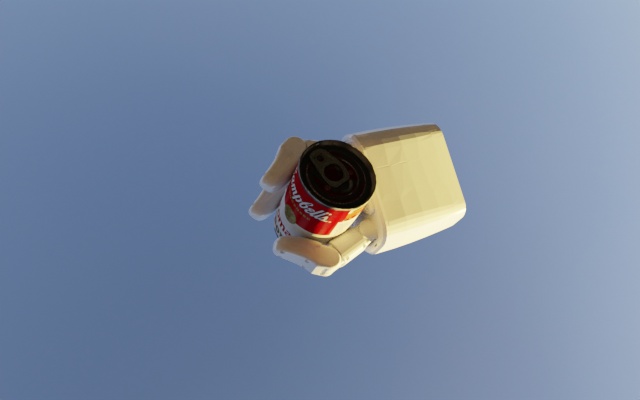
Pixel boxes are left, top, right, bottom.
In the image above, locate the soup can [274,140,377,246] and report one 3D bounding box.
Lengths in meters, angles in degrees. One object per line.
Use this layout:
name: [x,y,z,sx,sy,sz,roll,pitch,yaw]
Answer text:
soup can: [0.000,0.002,0.434,0.068,0.068,0.102,0,-28,-19]
